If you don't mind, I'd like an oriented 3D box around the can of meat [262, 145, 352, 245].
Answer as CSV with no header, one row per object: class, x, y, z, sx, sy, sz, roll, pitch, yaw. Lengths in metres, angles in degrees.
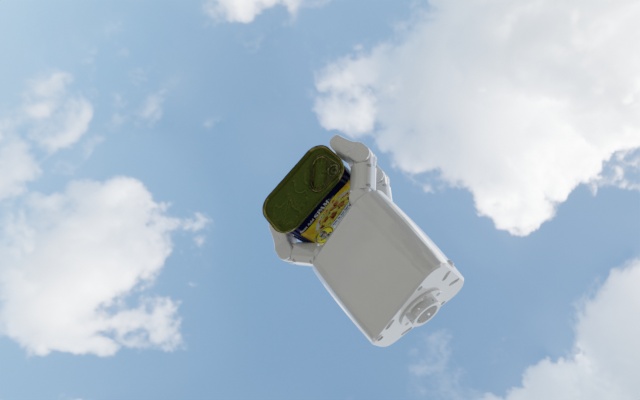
can of meat,0.000,0.002,0.534,0.057,0.102,0.084,45,5,37
